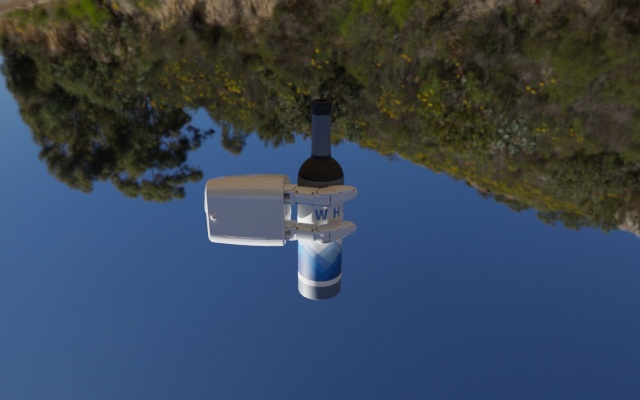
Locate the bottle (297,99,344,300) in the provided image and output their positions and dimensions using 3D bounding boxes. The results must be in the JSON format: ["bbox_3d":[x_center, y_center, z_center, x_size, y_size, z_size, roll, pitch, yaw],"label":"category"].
[{"bbox_3d":[0.000,0.003,0.693,0.069,0.296,0.069,1,23,0],"label":"bottle"}]
